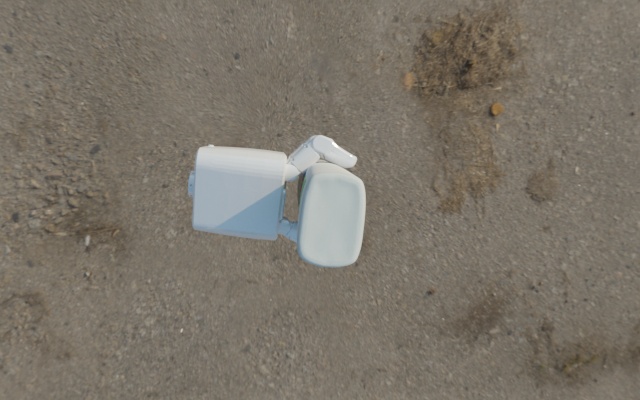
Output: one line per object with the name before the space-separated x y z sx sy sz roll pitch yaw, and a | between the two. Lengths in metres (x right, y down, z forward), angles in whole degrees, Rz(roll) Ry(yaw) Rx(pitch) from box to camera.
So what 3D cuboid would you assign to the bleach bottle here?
bleach bottle | 0.000 0.002 0.603 0.068 0.102 0.251 6 7 -7
